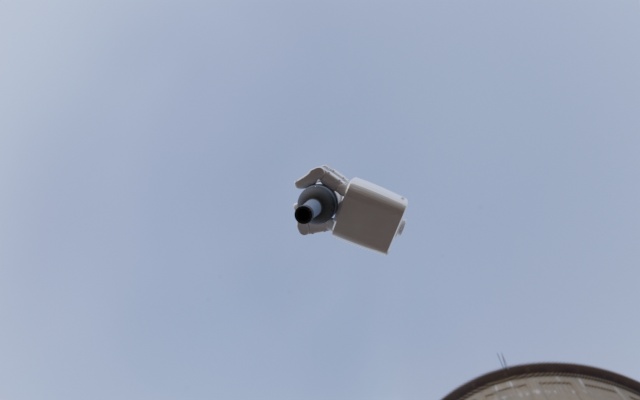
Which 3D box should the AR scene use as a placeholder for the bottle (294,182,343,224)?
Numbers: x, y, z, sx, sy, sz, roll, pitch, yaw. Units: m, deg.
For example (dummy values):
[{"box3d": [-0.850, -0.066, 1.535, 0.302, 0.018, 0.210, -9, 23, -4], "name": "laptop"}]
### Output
[{"box3d": [0.000, 0.003, 0.840, 0.069, 0.069, 0.295, 0, 7, 10], "name": "bottle"}]
